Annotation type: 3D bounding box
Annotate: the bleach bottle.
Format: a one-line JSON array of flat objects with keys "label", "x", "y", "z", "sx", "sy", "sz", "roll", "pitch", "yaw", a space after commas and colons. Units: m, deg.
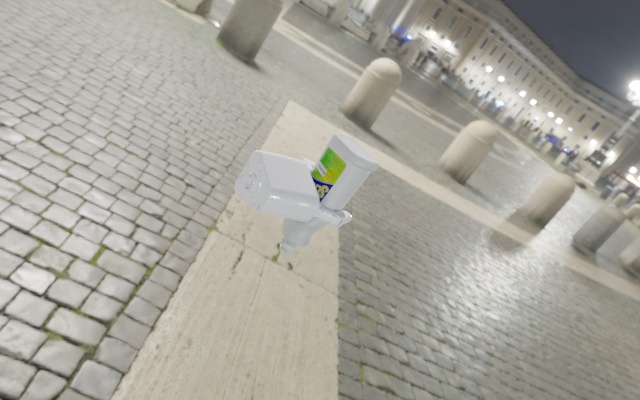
[{"label": "bleach bottle", "x": 0.000, "y": 0.003, "z": 0.895, "sx": 0.068, "sy": 0.251, "sz": 0.102, "roll": 13, "pitch": 29, "yaw": -43}]
